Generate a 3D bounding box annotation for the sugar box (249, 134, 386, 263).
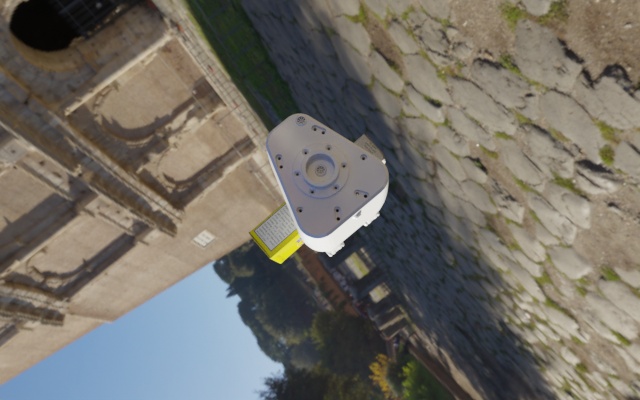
[{"bbox_3d":[0.000,0.002,0.580,0.176,0.048,0.093,-39,-10,-4],"label":"sugar box"}]
